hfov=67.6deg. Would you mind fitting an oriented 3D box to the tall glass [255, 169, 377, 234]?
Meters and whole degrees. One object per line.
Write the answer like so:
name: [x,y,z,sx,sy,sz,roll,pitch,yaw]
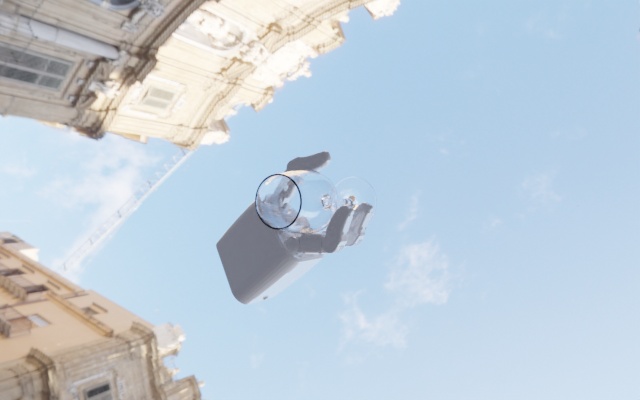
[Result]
tall glass: [0.000,0.002,0.610,0.079,0.079,0.201,0,-1,28]
